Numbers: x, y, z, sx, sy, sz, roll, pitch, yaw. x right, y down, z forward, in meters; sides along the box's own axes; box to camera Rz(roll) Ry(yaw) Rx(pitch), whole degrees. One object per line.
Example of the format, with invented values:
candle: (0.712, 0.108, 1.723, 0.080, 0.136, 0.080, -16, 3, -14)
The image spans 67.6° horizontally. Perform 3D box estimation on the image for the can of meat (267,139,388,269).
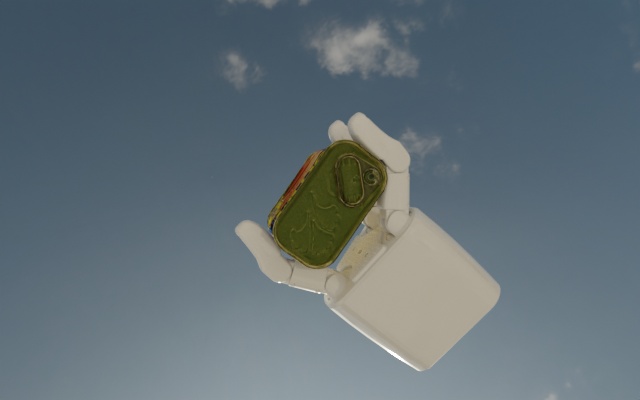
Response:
can of meat: (0.000, 0.001, 0.409, 0.057, 0.102, 0.084, 36, -5, -11)
